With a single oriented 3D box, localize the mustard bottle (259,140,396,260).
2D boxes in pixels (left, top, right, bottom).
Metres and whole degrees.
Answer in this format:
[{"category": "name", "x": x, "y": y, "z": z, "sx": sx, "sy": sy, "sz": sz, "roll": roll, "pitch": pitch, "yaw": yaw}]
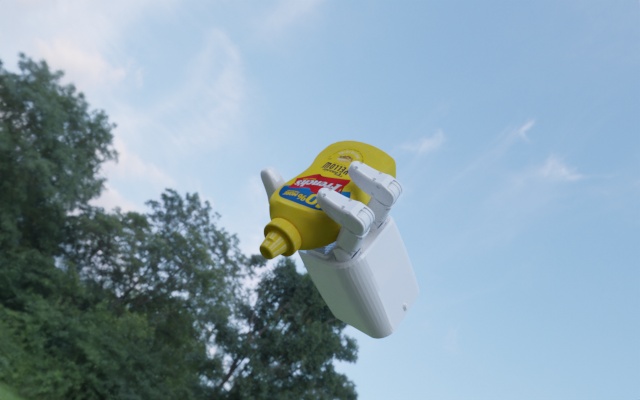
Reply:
[{"category": "mustard bottle", "x": 0.000, "y": 0.001, "z": 0.527, "sx": 0.096, "sy": 0.058, "sz": 0.191, "roll": 20, "pitch": 44, "yaw": 29}]
